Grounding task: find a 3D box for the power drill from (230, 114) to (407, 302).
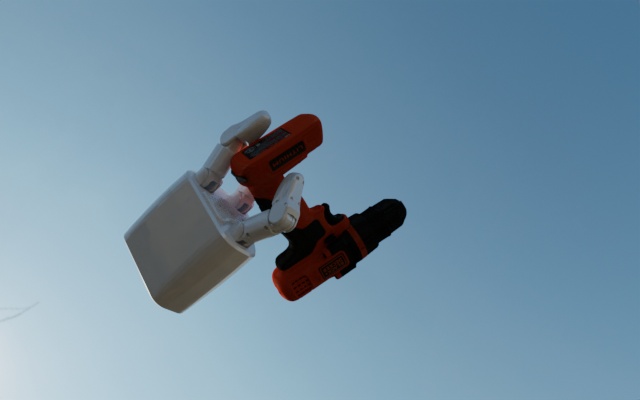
[{"bbox_3d":[0.000,0.002,0.537,0.184,0.188,0.057,-34,27,-14],"label":"power drill"}]
